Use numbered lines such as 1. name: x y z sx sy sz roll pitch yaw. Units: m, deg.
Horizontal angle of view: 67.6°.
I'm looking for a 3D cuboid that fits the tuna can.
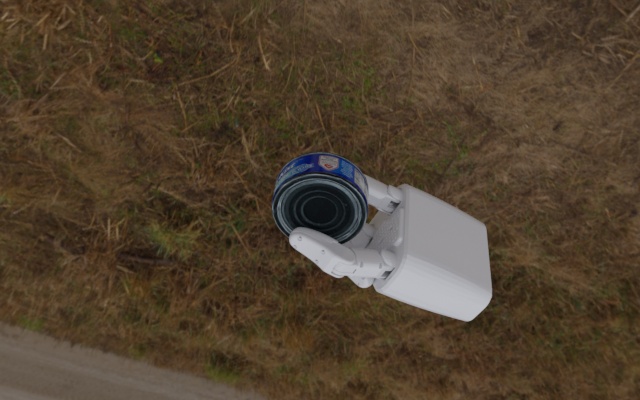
1. tuna can: 0.000 0.002 0.425 0.086 0.086 0.033 0 37 5
